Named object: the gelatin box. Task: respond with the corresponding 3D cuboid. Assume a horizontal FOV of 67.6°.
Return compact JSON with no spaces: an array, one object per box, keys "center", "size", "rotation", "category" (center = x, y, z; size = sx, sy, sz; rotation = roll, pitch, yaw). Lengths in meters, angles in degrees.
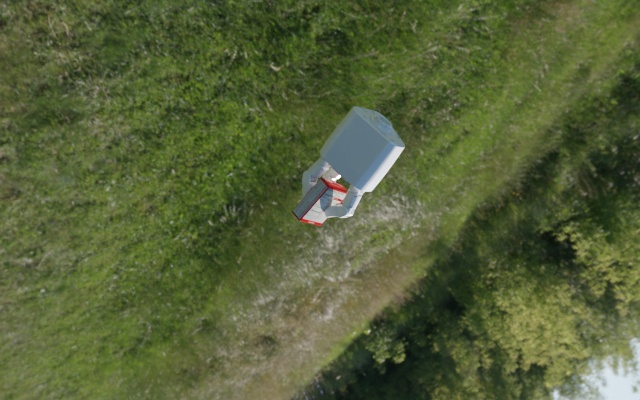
[{"center":[0.000,0.003,0.894],"size":[0.030,0.089,0.073],"rotation":[49,17,29],"category":"gelatin box"}]
